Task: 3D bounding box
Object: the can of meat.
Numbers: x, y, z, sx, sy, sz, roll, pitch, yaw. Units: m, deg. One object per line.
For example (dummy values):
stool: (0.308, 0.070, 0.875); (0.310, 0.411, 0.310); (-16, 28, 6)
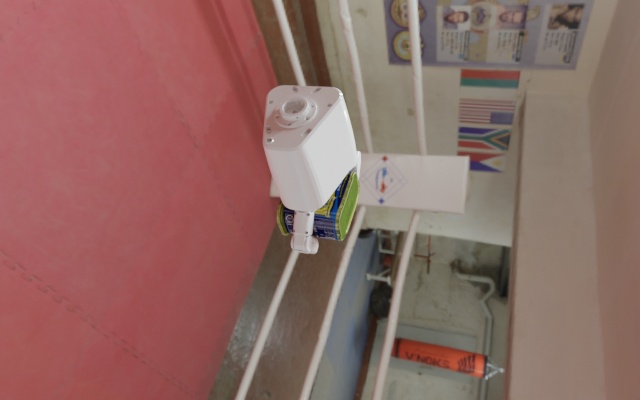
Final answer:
can of meat: (0.000, 0.002, 0.640); (0.084, 0.102, 0.057); (7, -38, 18)
